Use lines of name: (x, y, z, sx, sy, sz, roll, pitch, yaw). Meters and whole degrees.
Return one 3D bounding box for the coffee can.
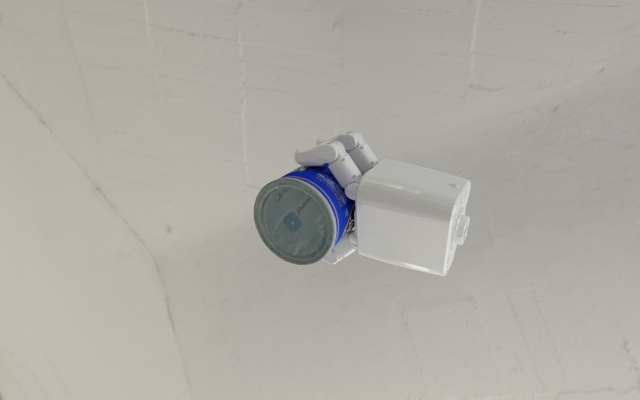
coffee can: (0.000, 0.002, 0.581, 0.103, 0.103, 0.140, 0, 20, 29)
